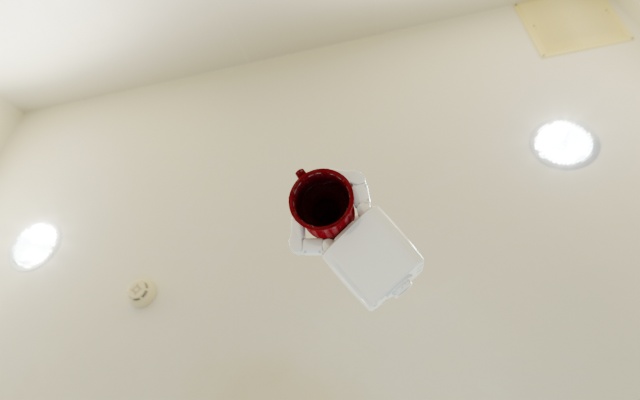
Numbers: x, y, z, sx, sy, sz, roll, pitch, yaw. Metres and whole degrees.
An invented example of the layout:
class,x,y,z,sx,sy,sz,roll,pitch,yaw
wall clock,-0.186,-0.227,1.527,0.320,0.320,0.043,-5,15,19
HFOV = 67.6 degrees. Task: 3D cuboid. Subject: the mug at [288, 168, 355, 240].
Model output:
class,x,y,z,sx,sy,sz,roll,pitch,yaw
mug,-0.001,0.001,0.708,0.093,0.117,0.081,-38,-21,-4
